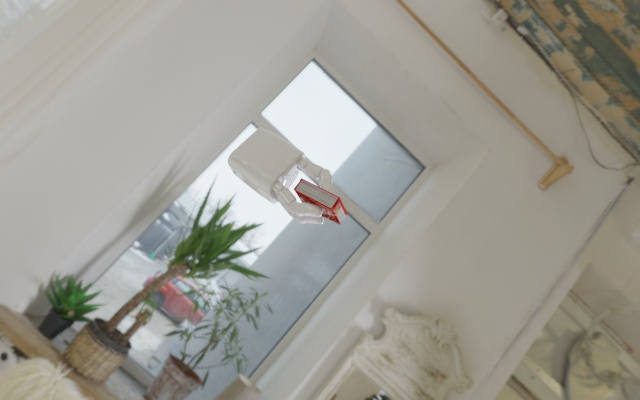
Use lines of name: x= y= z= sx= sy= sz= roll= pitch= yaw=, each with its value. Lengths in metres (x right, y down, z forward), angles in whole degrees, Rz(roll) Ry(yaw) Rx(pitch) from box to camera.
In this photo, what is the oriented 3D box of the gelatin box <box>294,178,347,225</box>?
gelatin box: x=0.001 y=0.003 z=0.882 sx=0.089 sy=0.030 sz=0.073 roll=27 pitch=-16 yaw=24
